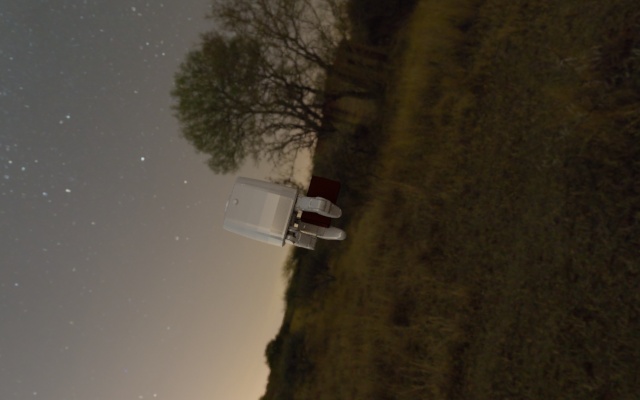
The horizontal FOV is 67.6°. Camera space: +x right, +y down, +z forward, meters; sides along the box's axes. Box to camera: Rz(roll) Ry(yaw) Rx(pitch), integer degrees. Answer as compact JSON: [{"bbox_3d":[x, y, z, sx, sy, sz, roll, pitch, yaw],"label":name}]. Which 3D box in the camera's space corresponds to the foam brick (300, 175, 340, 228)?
[{"bbox_3d":[0.000,0.002,0.821,0.051,0.078,0.053,15,-10,3],"label":"foam brick"}]
